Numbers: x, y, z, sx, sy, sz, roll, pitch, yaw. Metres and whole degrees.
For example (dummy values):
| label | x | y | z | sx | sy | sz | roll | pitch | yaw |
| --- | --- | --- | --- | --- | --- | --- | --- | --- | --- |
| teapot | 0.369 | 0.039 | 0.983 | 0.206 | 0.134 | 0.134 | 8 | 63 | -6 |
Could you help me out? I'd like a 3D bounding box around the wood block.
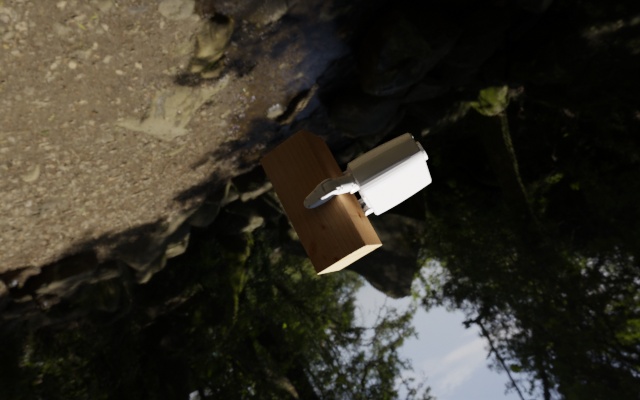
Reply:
| label | x | y | z | sx | sy | sz | roll | pitch | yaw |
| --- | --- | --- | --- | --- | --- | --- | --- | --- | --- |
| wood block | 0.000 | 0.002 | 0.762 | 0.090 | 0.206 | 0.091 | -33 | -16 | 18 |
